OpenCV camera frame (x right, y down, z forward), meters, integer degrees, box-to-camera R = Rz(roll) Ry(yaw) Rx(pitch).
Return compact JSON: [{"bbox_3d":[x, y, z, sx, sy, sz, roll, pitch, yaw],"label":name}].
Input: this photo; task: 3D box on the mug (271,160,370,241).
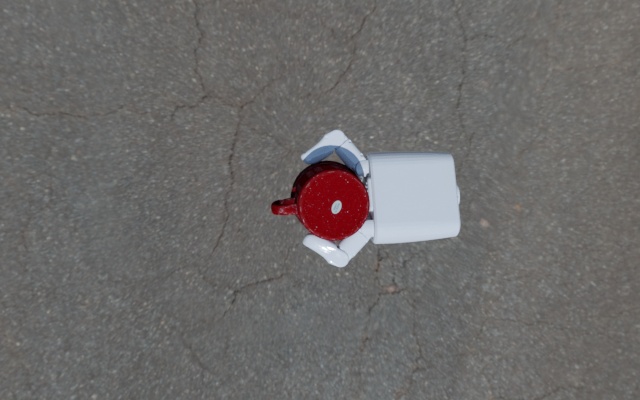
[{"bbox_3d":[-0.001,0.002,0.561,0.117,0.093,0.081,-5,7,-4],"label":"mug"}]
